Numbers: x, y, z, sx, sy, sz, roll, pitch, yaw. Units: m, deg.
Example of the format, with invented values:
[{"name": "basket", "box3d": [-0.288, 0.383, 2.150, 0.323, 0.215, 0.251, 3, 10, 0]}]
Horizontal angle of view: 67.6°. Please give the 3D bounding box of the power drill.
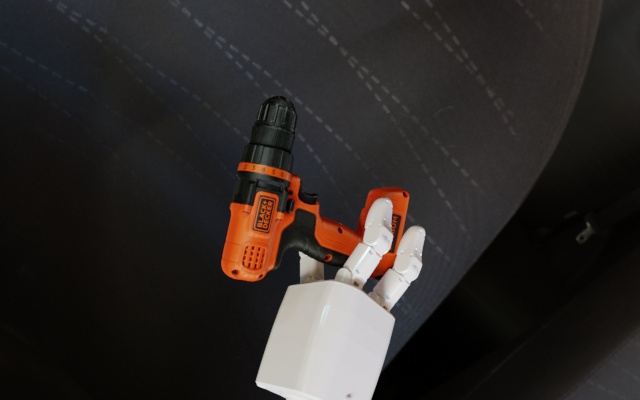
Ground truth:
[{"name": "power drill", "box3d": [0.000, 0.002, 0.500, 0.188, 0.184, 0.057, 14, -3, -25]}]
